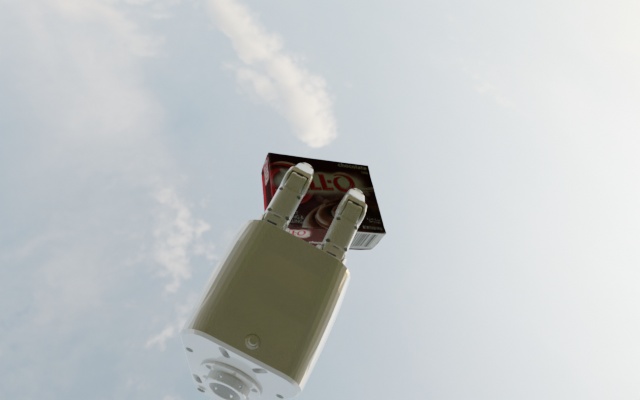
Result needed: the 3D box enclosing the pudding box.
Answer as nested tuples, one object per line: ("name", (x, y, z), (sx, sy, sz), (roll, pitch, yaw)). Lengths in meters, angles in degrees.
("pudding box", (0.000, 0.002, 0.474), (0.113, 0.090, 0.039), (7, -40, -21))
